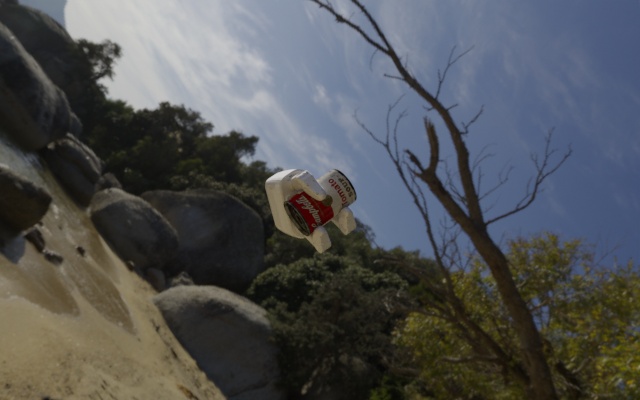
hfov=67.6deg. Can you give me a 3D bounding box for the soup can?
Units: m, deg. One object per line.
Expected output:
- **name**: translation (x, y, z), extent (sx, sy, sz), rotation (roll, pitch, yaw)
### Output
- **soup can**: translation (0.000, 0.002, 0.781), extent (0.102, 0.068, 0.068), rotation (-35, 12, -18)
